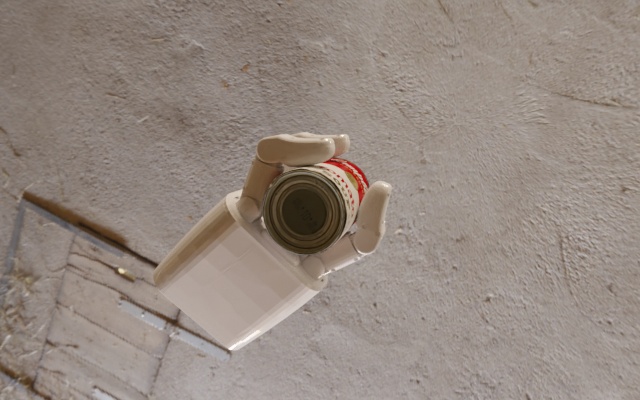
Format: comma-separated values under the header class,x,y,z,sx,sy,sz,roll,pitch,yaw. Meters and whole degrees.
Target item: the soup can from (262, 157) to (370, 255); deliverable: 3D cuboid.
class,x,y,z,sx,sy,sz,roll,pitch,yaw
soup can,0.000,0.001,0.400,0.068,0.068,0.102,0,9,16
